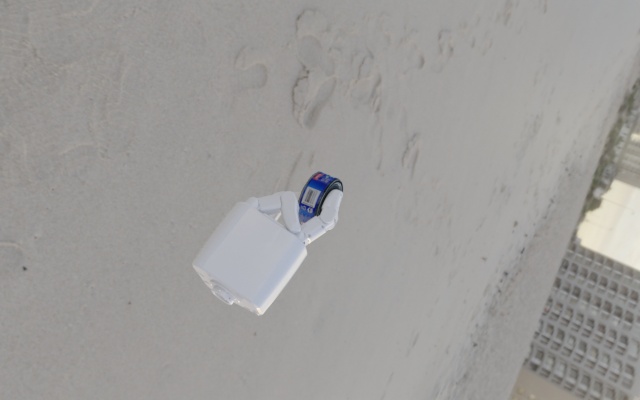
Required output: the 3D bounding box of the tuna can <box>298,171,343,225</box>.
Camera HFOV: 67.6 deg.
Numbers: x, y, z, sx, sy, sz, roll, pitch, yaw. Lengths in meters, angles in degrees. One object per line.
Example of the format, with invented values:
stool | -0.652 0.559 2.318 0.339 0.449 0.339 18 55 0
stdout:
tuna can | 0.001 0.002 0.711 0.033 0.086 0.086 22 8 22
